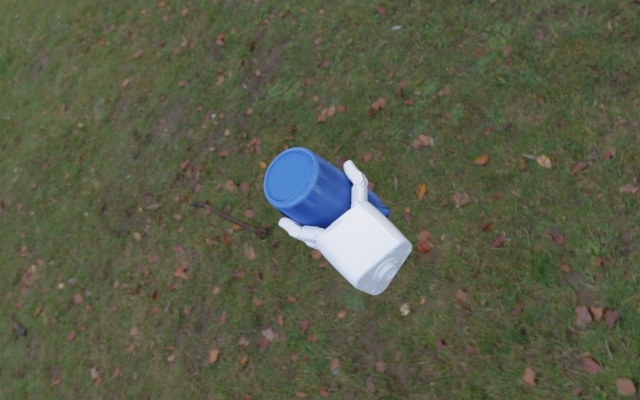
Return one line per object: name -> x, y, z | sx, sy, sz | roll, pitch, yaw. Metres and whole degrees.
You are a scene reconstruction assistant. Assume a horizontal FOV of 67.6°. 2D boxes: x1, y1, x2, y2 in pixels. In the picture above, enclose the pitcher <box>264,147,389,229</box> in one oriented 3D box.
pitcher -> 0.000, 0.003, 0.865 | 0.145, 0.149, 0.243 | 47, 8, 37
